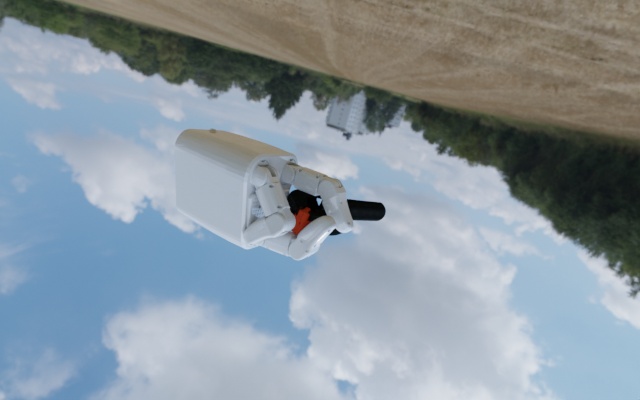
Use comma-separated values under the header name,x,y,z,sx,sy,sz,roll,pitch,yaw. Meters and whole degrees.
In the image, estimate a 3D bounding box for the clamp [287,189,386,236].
name,x,y,z,sx,sy,sz,roll,pitch,yaw
clamp,0.000,0.003,0.583,0.120,0.039,0.171,23,16,24
